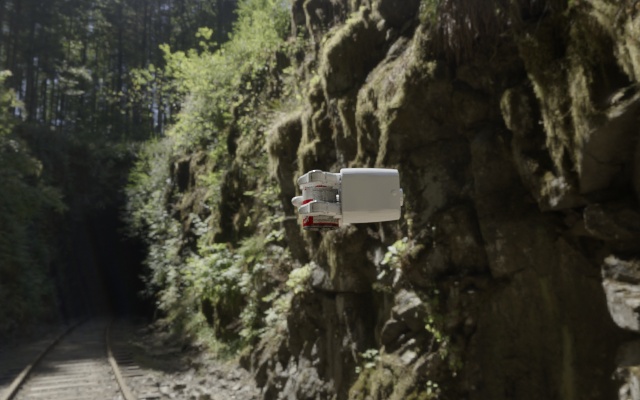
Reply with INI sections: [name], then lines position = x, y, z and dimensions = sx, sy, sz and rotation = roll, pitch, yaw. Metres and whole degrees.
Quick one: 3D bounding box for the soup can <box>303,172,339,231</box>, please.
[soup can]
position = 0.000, 0.003, 0.895
dimensions = 0.068, 0.102, 0.068
rotation = -1, -10, 0
